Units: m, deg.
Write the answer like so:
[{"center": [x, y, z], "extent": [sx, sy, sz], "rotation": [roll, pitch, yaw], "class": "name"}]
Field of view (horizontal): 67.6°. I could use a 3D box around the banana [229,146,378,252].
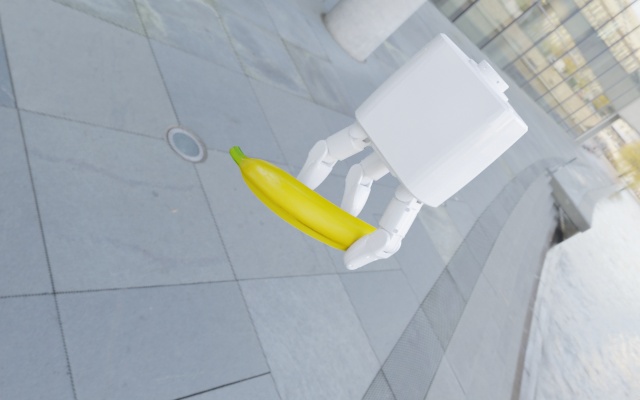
[{"center": [-0.002, 0.010, 0.468], "extent": [0.198, 0.037, 0.069], "rotation": [34, 25, -22], "class": "banana"}]
